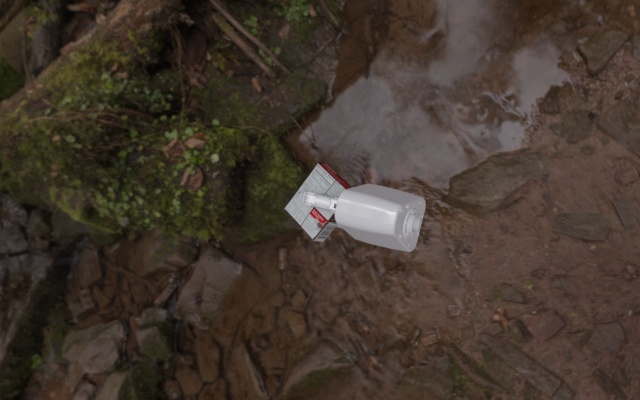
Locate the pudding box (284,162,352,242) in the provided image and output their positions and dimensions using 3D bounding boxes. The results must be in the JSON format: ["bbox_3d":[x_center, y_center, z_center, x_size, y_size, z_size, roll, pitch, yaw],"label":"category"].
[{"bbox_3d":[0.000,0.003,0.841,0.090,0.113,0.039,46,17,28],"label":"pudding box"}]
